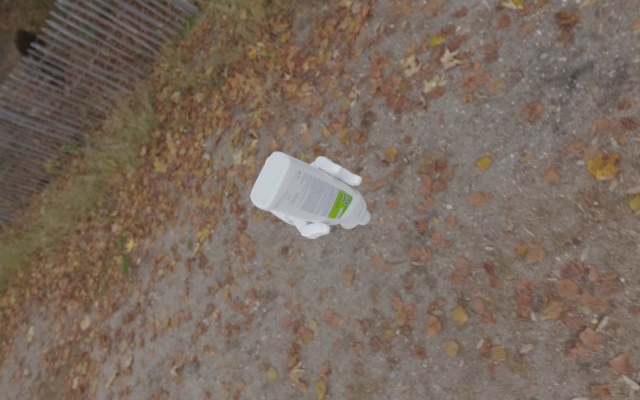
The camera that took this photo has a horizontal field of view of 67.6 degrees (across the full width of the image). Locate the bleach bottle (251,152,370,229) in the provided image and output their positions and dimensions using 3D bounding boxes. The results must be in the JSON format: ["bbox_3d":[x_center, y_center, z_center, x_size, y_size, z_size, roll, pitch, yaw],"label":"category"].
[{"bbox_3d":[0.000,0.003,0.863,0.251,0.102,0.068,25,3,-42],"label":"bleach bottle"}]
